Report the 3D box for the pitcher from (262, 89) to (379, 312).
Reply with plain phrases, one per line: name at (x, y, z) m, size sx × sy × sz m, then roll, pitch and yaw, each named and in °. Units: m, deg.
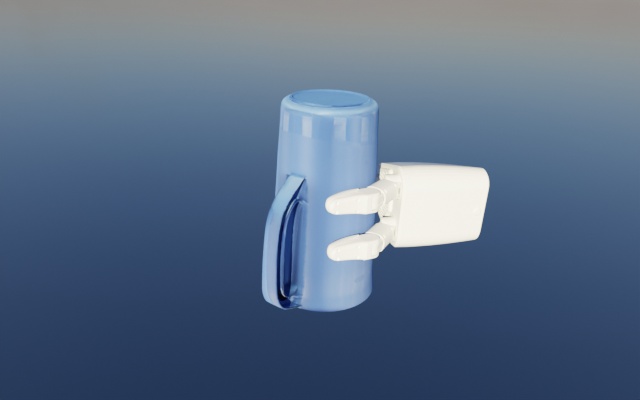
pitcher at (0.000, 0.002, 0.559) m, size 0.145 × 0.243 × 0.149 m, roll -2°, pitch 24°, yaw -10°
